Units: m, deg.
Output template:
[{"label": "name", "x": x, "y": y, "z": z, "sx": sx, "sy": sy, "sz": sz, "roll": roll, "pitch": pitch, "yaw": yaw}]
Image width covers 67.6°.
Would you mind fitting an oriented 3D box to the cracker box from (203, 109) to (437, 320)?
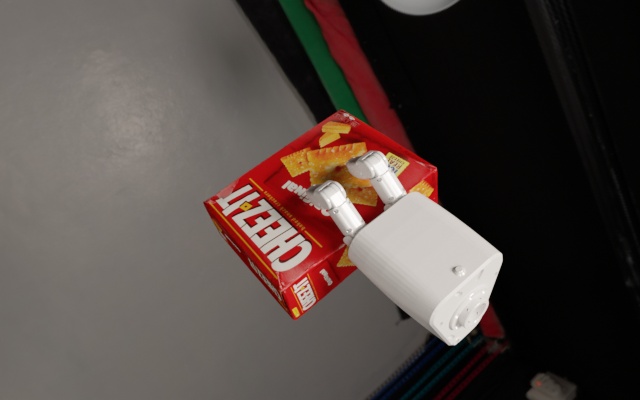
[{"label": "cracker box", "x": 0.000, "y": 0.002, "z": 0.545, "sx": 0.213, "sy": 0.072, "sz": 0.164, "roll": -36, "pitch": 52, "yaw": -17}]
